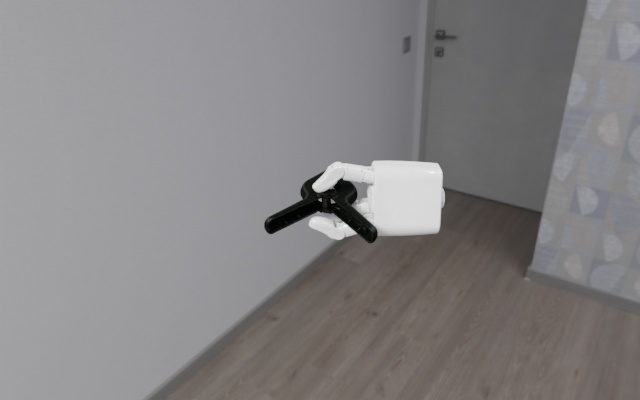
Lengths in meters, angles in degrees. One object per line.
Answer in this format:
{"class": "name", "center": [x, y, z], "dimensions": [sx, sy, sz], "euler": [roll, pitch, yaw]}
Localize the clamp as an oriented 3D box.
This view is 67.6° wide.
{"class": "clamp", "center": [0.000, 0.002, 0.765], "dimensions": [0.164, 0.036, 0.210], "euler": [3, 28, -1]}
